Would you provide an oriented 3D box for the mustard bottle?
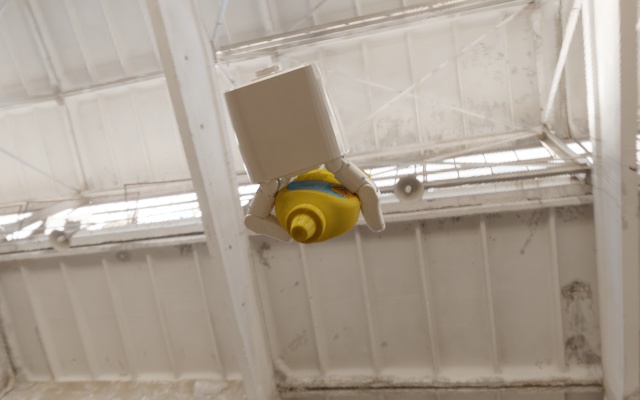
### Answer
[{"bbox_3d":[0.000,0.002,0.555,0.096,0.058,0.191,10,20,10],"label":"mustard bottle"}]
